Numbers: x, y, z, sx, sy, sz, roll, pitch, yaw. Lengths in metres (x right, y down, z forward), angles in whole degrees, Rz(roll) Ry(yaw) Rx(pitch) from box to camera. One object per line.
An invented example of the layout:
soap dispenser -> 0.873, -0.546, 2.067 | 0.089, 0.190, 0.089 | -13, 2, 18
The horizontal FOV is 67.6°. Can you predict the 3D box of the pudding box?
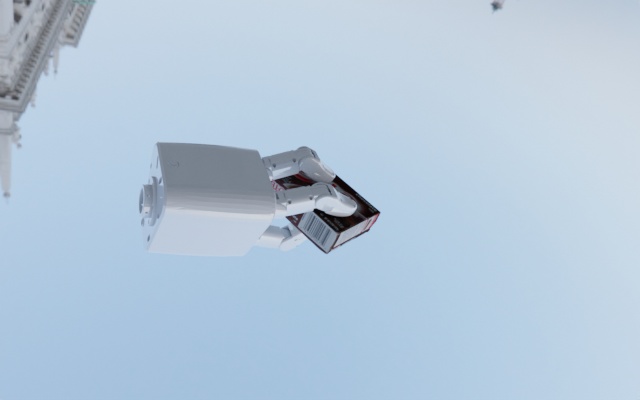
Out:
pudding box -> 0.000, 0.002, 0.553 | 0.113, 0.039, 0.090 | 44, 37, 19
